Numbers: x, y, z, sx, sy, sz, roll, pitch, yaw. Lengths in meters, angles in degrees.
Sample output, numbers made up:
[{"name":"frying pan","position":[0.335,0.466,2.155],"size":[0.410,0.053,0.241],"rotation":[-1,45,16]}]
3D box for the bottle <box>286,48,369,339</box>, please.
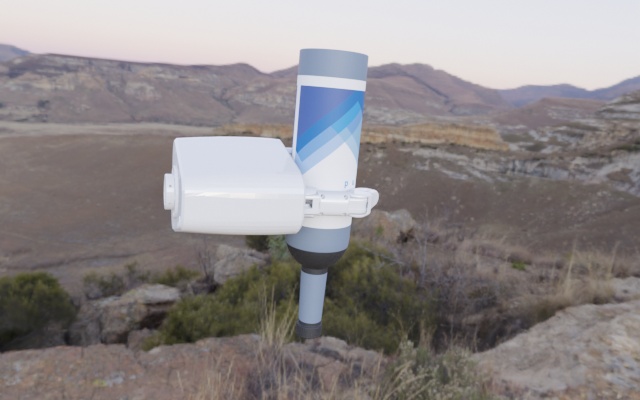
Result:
[{"name":"bottle","position":[0.000,0.001,0.489],"size":[0.069,0.296,0.069],"rotation":[5,13,-1]}]
